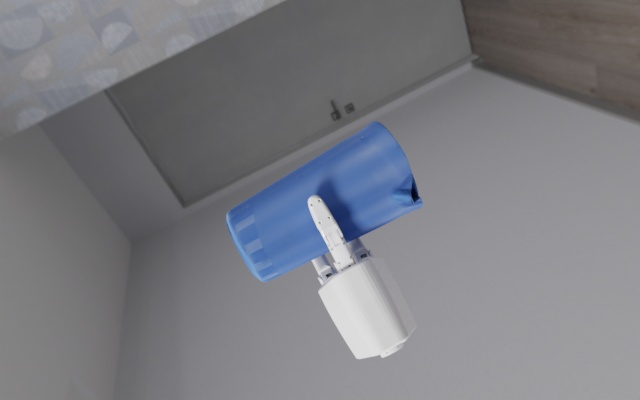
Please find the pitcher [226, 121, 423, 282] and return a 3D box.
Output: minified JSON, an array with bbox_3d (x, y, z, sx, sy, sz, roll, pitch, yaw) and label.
[{"bbox_3d":[0.000,0.002,0.649,0.243,0.145,0.149,-28,-11,-3],"label":"pitcher"}]
